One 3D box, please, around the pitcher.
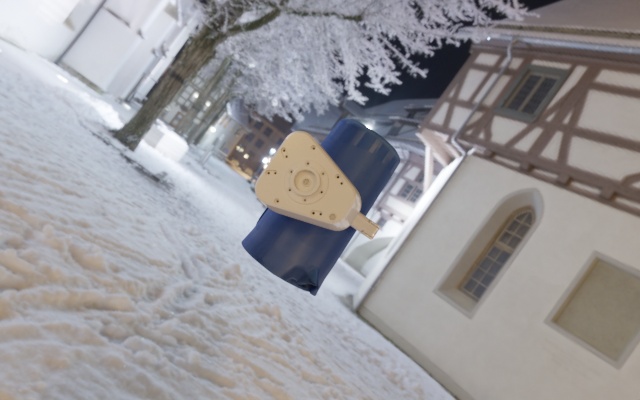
[{"bbox_3d":[0.000,0.002,0.703,0.149,0.243,0.145,36,-1,8],"label":"pitcher"}]
